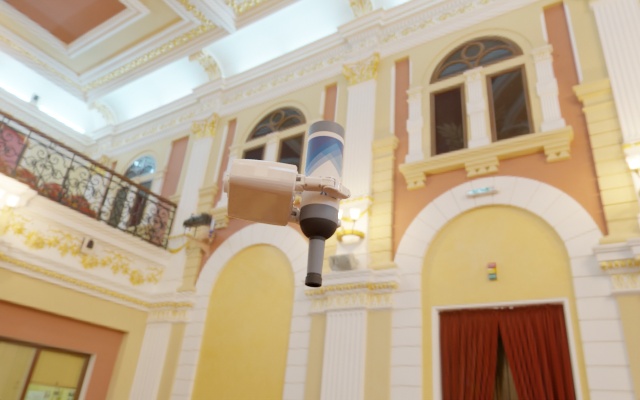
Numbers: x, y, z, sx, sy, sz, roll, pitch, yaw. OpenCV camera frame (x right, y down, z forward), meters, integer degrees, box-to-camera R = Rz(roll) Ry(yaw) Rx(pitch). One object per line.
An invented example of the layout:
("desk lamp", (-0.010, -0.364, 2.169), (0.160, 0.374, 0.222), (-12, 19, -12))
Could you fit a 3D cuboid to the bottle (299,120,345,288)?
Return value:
("bottle", (0.000, 0.002, 0.820), (0.069, 0.295, 0.069), (4, -26, 2))
